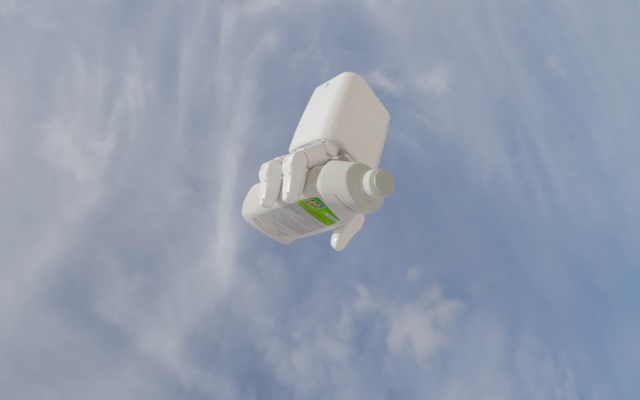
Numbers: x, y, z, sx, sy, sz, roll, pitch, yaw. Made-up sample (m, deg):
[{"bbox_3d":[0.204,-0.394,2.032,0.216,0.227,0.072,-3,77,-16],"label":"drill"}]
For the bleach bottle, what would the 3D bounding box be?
[{"bbox_3d":[0.000,0.002,0.604,0.102,0.068,0.251,33,-26,-28],"label":"bleach bottle"}]
